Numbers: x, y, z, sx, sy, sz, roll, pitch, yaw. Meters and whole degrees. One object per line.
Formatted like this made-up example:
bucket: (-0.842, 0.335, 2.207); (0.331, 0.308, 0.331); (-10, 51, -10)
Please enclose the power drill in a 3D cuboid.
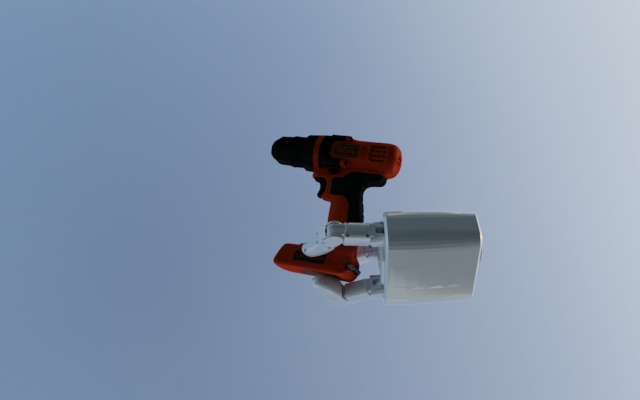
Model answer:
power drill: (0.000, 0.003, 0.619); (0.184, 0.187, 0.057); (7, -16, 25)
